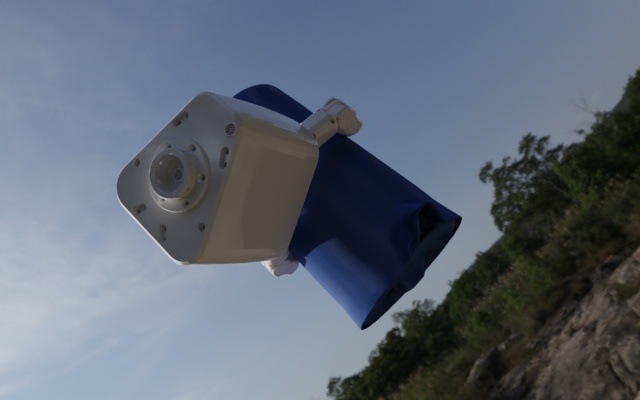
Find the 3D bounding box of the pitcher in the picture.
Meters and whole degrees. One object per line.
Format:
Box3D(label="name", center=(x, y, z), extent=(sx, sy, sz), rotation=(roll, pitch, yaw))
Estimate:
Box3D(label="pitcher", center=(0.000, 0.001, 0.470), extent=(0.242, 0.149, 0.145), rotation=(42, 15, 21))
